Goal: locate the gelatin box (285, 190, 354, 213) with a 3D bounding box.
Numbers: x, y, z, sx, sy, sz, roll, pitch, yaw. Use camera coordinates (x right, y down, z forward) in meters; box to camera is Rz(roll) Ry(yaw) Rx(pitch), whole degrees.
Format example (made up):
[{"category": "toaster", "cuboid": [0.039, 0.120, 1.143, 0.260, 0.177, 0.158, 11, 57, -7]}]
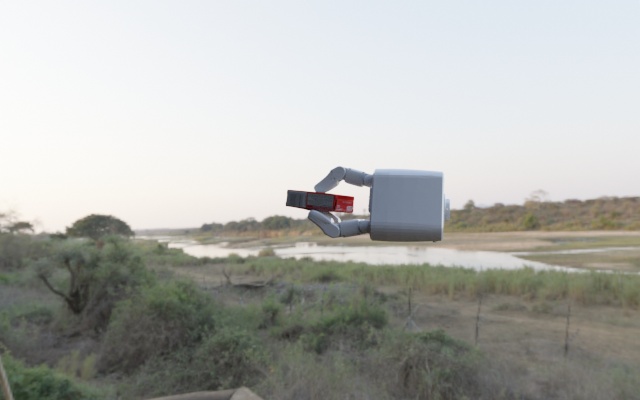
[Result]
[{"category": "gelatin box", "cuboid": [0.000, 0.002, 0.765, 0.089, 0.030, 0.073, 6, 0, 26]}]
